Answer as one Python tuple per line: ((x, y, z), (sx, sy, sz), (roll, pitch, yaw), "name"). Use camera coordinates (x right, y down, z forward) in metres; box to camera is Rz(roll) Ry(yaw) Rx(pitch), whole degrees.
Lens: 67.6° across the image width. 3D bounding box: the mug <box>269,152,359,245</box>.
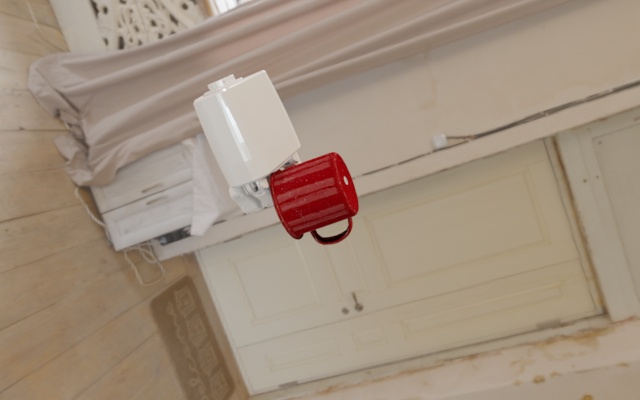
((0.001, 0.003, 0.581), (0.081, 0.117, 0.093), (-19, 19, 15), "mug")
